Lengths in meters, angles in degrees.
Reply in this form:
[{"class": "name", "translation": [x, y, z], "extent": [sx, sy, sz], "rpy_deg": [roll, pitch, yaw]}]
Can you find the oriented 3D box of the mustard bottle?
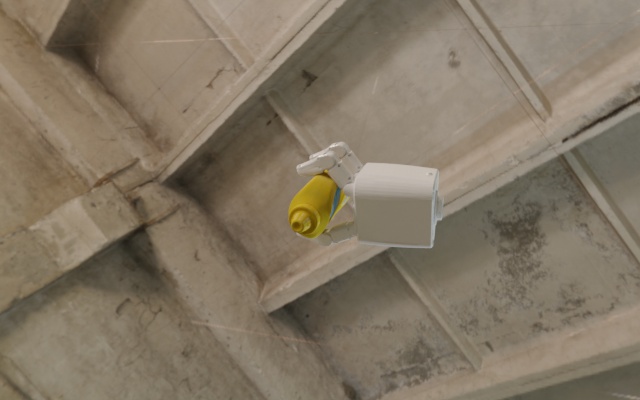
[{"class": "mustard bottle", "translation": [0.000, 0.002, 0.689], "extent": [0.058, 0.096, 0.191], "rpy_deg": [27, 26, 7]}]
